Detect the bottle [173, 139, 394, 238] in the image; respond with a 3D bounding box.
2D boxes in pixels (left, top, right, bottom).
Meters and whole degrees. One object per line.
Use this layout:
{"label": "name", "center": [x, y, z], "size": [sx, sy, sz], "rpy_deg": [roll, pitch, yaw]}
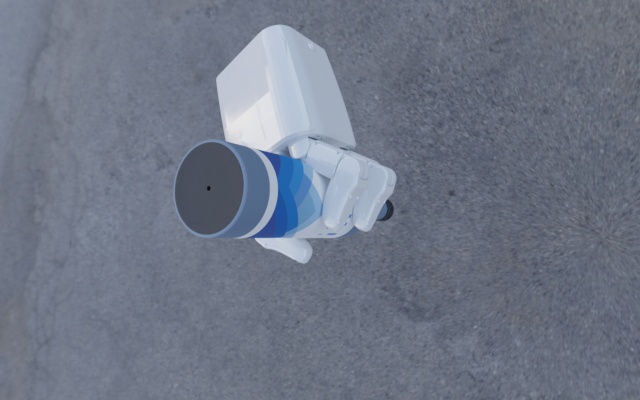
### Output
{"label": "bottle", "center": [0.000, 0.002, 0.442], "size": [0.069, 0.069, 0.296], "rpy_deg": [0, -4, 31]}
